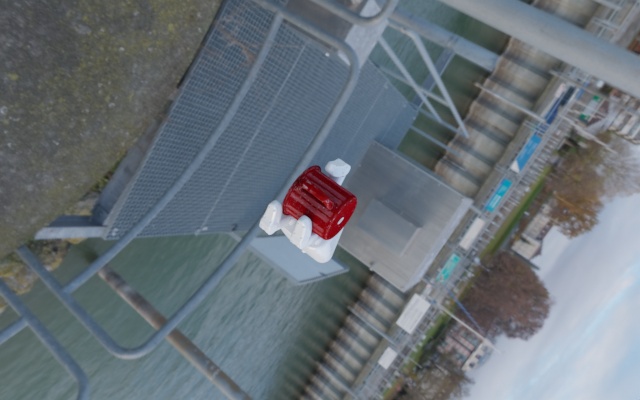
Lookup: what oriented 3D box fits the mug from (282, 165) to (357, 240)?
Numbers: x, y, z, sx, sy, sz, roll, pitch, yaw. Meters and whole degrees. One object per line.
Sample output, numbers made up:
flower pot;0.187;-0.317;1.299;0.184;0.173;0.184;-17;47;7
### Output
mug;0.000;0.002;0.715;0.081;0.093;0.117;36;-12;18
